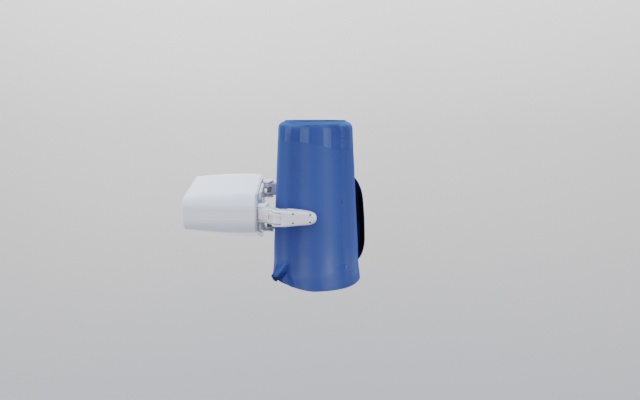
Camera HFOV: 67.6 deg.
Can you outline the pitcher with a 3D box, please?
[{"bbox_3d":[0.000,0.002,0.717,0.145,0.243,0.149,0,9,1],"label":"pitcher"}]
